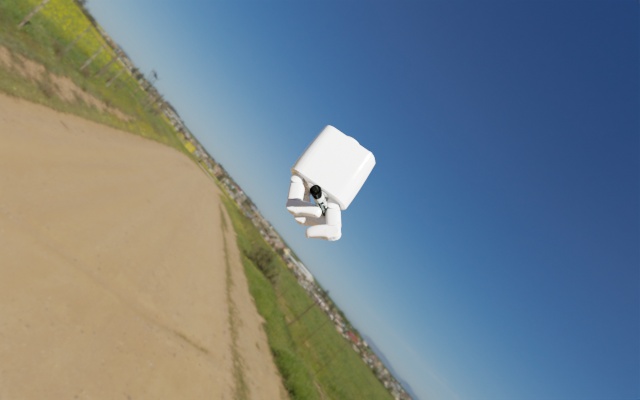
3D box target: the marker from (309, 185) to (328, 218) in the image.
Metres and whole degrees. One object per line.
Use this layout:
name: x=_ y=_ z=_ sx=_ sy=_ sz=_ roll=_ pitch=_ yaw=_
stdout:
marker: x=0.000 y=0.003 z=0.794 sx=0.020 sy=0.020 sz=0.121 roll=0 pitch=-21 yaw=9
